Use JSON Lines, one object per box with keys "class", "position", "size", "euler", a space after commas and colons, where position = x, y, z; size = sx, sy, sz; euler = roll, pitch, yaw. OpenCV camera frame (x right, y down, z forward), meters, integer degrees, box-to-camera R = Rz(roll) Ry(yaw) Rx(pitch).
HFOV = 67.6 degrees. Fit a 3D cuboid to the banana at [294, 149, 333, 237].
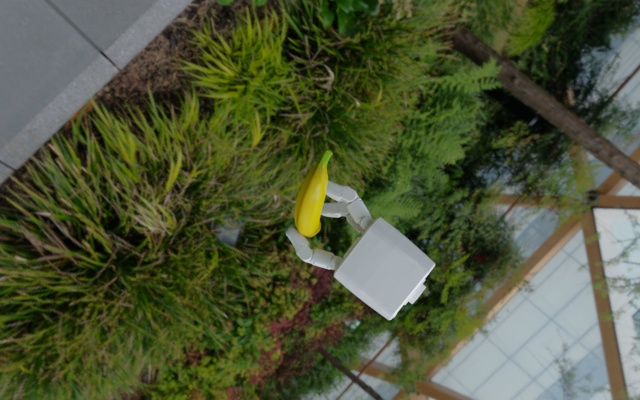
{"class": "banana", "position": [-0.011, 0.012, 0.699], "size": [0.037, 0.069, 0.198], "euler": [36, -31, 15]}
